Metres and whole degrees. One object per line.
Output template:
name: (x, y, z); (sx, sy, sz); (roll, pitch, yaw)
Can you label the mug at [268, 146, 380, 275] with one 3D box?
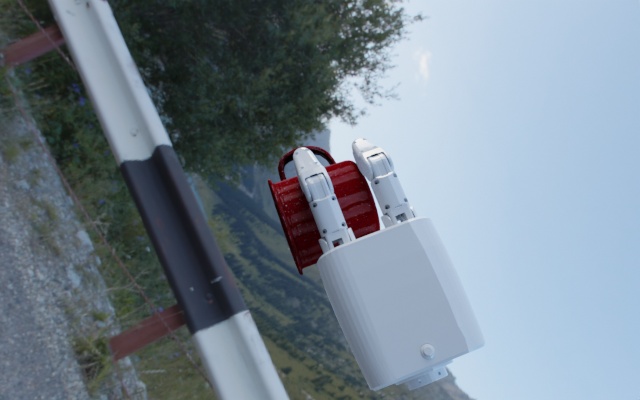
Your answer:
mug: (0.000, 0.000, 0.448); (0.081, 0.117, 0.093); (-19, -20, -7)
